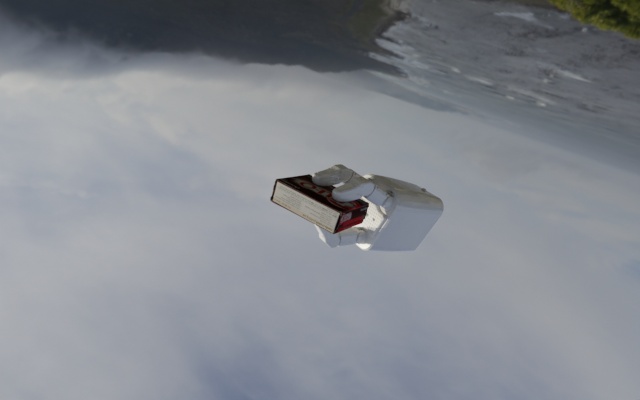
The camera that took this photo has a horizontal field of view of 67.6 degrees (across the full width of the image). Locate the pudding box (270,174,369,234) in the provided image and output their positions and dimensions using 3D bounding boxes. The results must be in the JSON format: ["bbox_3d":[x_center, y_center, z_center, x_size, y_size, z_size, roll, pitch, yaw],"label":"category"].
[{"bbox_3d":[0.000,0.002,0.676,0.113,0.039,0.090,25,17,25],"label":"pudding box"}]
